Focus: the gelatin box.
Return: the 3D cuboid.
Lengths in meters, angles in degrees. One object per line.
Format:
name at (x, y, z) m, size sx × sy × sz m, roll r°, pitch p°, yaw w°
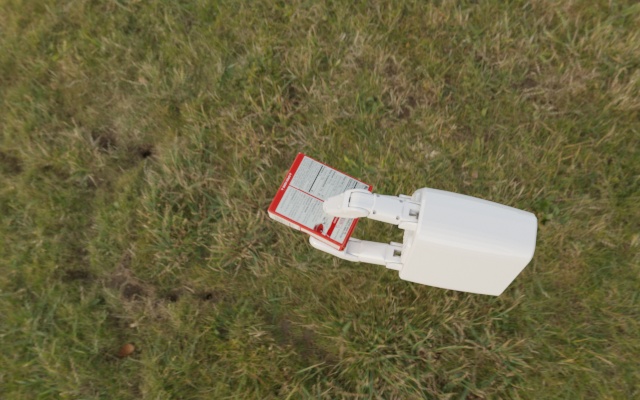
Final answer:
gelatin box at (0.000, 0.001, 0.503) m, size 0.089 × 0.073 × 0.030 m, roll 26°, pitch -15°, yaw 5°
